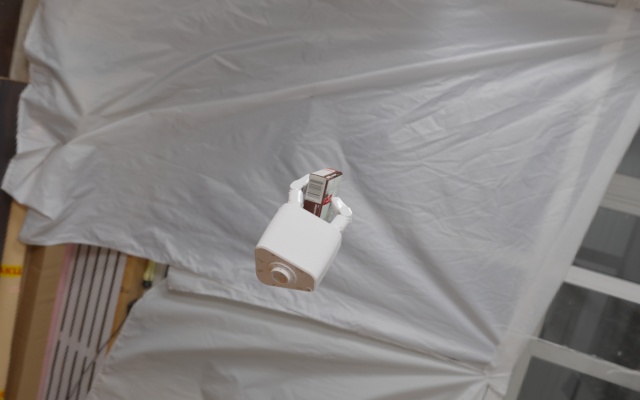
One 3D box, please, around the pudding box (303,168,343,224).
[{"bbox_3d":[0.000,0.003,0.864,0.039,0.113,0.090,19,16,15],"label":"pudding box"}]
